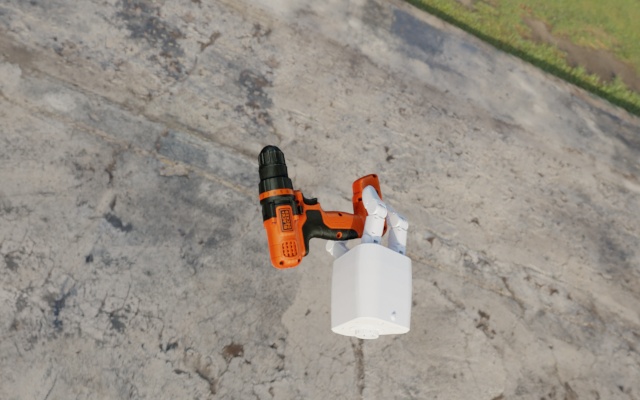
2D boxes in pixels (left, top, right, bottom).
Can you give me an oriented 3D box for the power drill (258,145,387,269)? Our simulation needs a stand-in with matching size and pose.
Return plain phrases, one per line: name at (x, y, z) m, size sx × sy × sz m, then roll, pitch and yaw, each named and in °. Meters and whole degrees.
power drill at (0.001, 0.003, 0.724) m, size 0.187 × 0.184 × 0.057 m, roll -5°, pitch -10°, yaw -21°
